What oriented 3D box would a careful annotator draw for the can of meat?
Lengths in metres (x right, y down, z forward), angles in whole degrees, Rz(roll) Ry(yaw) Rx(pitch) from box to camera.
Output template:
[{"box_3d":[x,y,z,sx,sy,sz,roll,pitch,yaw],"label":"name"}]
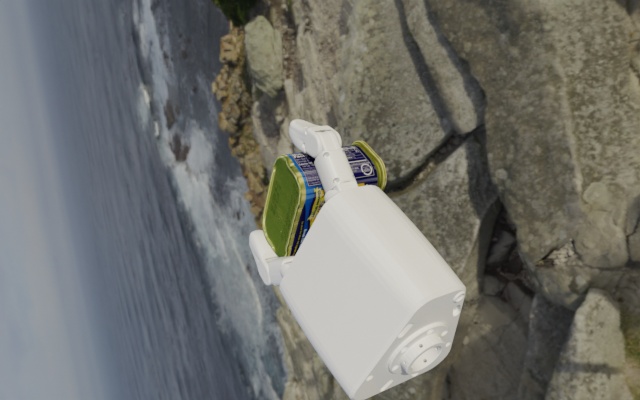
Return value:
[{"box_3d":[0.000,0.001,0.427,0.084,0.102,0.057,-11,47,-30],"label":"can of meat"}]
